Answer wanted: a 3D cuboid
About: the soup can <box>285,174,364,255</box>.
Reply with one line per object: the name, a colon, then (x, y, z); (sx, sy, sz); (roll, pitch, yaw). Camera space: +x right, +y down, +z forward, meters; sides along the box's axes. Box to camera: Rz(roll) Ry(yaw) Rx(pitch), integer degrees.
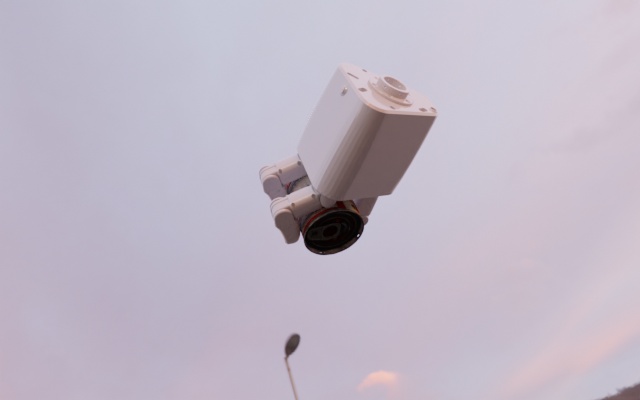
soup can: (0.000, 0.002, 0.541); (0.068, 0.068, 0.102); (0, 42, -23)
